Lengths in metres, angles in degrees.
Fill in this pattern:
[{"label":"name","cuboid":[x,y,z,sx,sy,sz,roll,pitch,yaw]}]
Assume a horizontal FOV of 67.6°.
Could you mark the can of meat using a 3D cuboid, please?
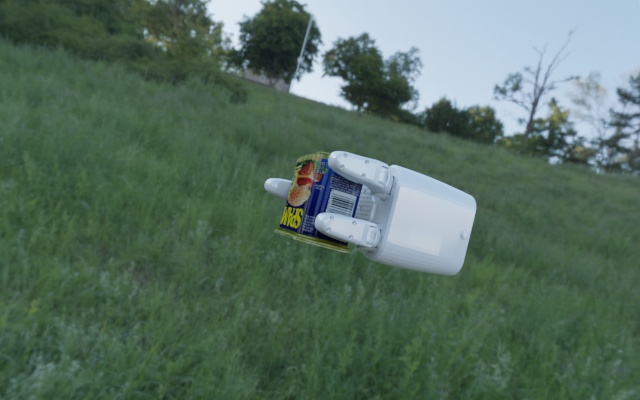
[{"label":"can of meat","cuboid":[0.000,0.001,0.473,0.057,0.084,0.102,16,-4,-18]}]
